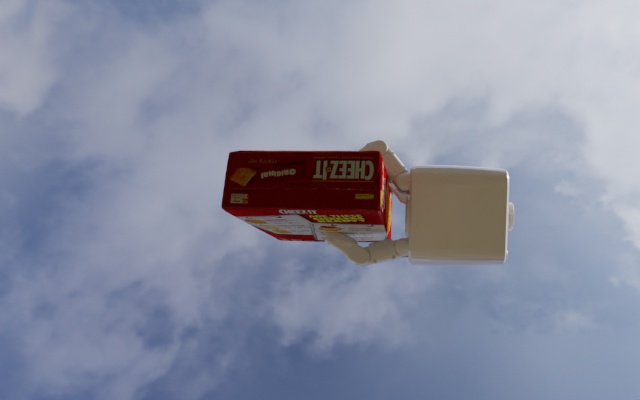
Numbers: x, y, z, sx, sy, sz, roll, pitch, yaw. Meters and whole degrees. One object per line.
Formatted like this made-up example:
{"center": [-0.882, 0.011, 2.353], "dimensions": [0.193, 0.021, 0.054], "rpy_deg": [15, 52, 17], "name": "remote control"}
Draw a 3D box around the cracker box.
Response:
{"center": [0.000, 0.002, 0.576], "dimensions": [0.164, 0.072, 0.214], "rpy_deg": [0, -13, 11], "name": "cracker box"}
